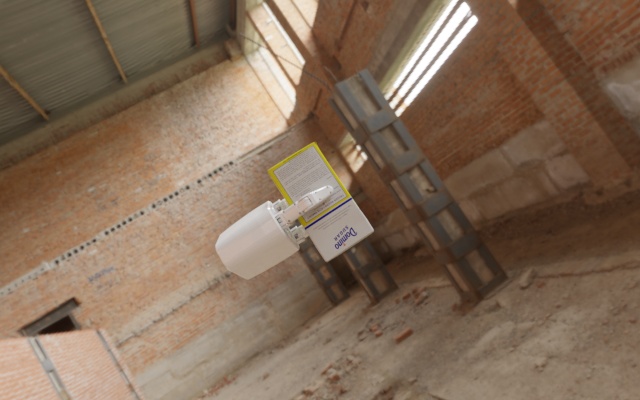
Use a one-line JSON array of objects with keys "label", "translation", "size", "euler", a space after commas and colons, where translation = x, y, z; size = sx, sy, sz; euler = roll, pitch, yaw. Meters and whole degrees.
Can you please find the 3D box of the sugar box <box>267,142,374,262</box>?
[{"label": "sugar box", "translation": [0.000, 0.003, 0.776], "size": [0.093, 0.176, 0.048], "euler": [-32, -5, -2]}]
